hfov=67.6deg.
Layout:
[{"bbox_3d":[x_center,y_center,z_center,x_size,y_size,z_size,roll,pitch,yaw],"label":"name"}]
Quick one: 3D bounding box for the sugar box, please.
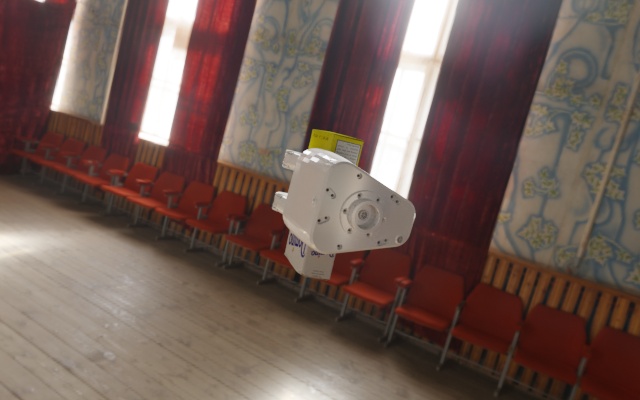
[{"bbox_3d":[0.000,0.002,0.606,0.048,0.176,0.093,13,7,-19],"label":"sugar box"}]
